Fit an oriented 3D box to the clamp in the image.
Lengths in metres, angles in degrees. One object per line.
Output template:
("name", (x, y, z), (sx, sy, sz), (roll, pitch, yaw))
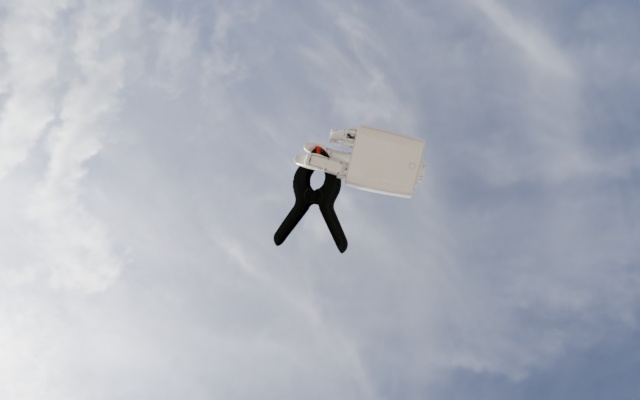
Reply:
("clamp", (0.000, 0.002, 0.760), (0.120, 0.171, 0.039), (14, -2, 10))
